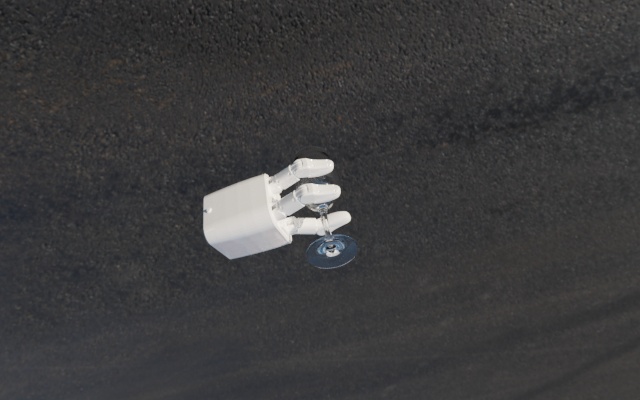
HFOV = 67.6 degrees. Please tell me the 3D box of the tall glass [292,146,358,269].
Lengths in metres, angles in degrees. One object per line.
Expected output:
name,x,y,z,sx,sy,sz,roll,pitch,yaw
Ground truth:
tall glass,0.000,0.003,0.735,0.079,0.200,0.079,-7,-44,-6
